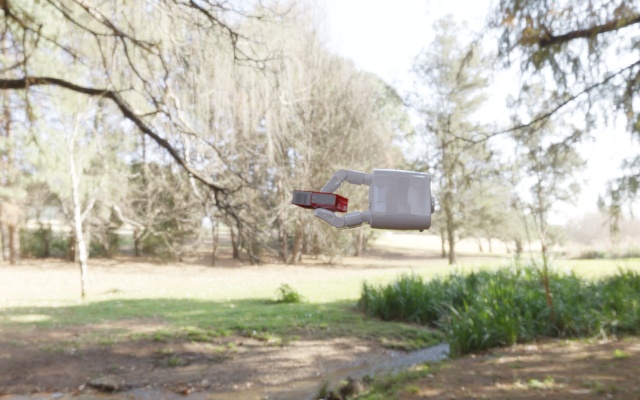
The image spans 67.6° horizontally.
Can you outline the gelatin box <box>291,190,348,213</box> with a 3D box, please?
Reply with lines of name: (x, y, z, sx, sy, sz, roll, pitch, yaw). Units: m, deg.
gelatin box: (0.000, 0.002, 0.889, 0.089, 0.030, 0.073, 6, -6, 19)
